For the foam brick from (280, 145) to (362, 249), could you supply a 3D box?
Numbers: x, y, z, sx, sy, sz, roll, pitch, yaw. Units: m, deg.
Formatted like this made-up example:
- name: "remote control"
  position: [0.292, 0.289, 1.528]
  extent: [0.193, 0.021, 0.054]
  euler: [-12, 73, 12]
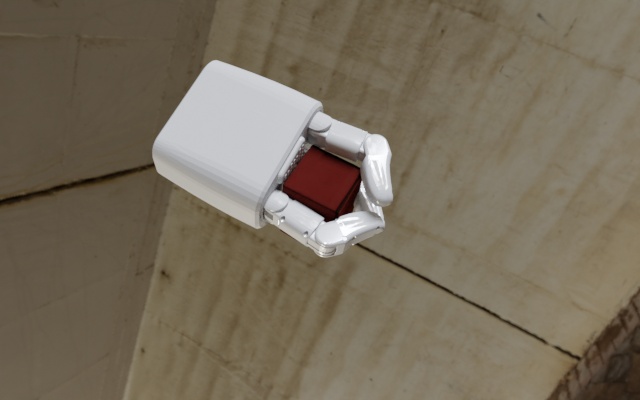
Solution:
- name: "foam brick"
  position: [0.000, 0.002, 0.419]
  extent: [0.051, 0.053, 0.078]
  euler: [26, -32, 10]
